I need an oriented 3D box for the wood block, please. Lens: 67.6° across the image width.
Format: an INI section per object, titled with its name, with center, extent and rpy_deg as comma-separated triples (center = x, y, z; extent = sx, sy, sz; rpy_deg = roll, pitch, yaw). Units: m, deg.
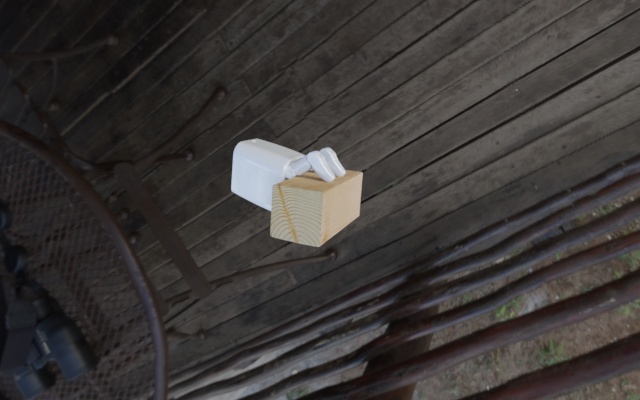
[wood block]
center = 0.000, 0.003, 0.840
extent = 0.090, 0.091, 0.206
rpy_deg = 10, 16, 20
